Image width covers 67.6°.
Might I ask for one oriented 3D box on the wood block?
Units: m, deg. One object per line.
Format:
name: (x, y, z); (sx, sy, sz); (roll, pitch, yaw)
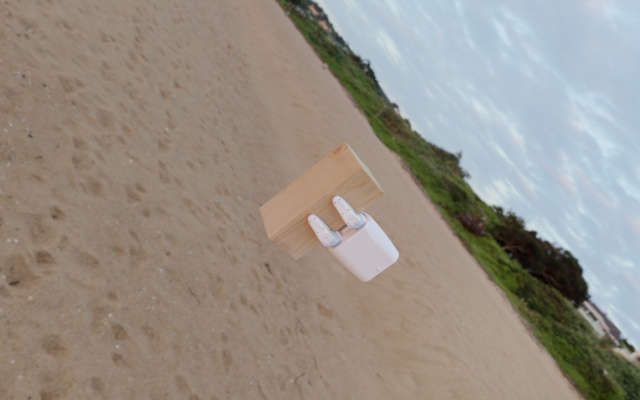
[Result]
wood block: (0.000, 0.003, 0.877); (0.090, 0.206, 0.090); (44, 13, -39)
